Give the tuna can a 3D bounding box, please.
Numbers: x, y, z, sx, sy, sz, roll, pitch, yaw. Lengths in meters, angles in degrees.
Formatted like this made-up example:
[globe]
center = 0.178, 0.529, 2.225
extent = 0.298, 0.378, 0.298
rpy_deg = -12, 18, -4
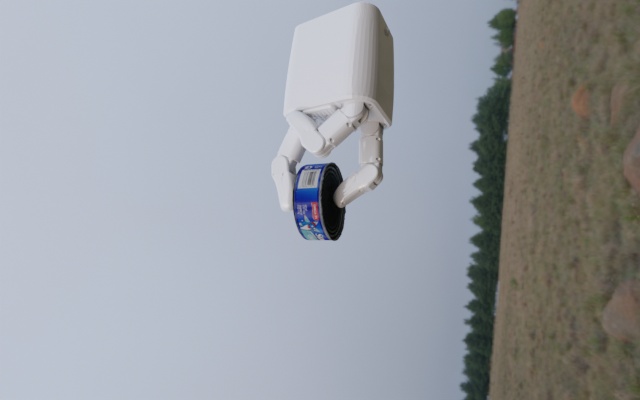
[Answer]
[tuna can]
center = 0.000, 0.002, 0.525
extent = 0.034, 0.086, 0.086
rpy_deg = -2, -1, 20
